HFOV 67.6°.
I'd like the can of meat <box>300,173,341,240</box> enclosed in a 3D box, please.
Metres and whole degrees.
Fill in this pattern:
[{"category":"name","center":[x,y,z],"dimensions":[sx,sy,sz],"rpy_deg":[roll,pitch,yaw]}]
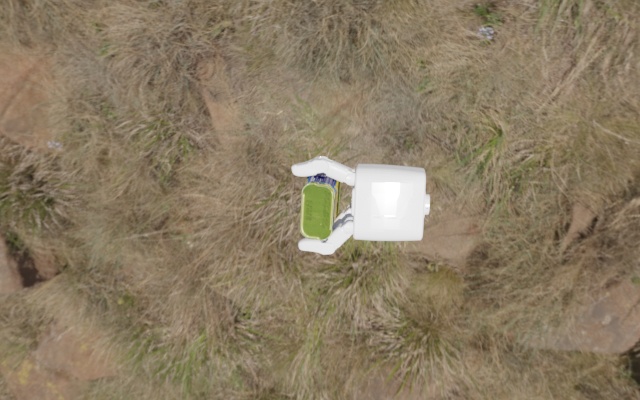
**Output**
[{"category":"can of meat","center":[0.000,0.003,0.769],"dimensions":[0.057,0.102,0.084],"rpy_deg":[5,24,5]}]
